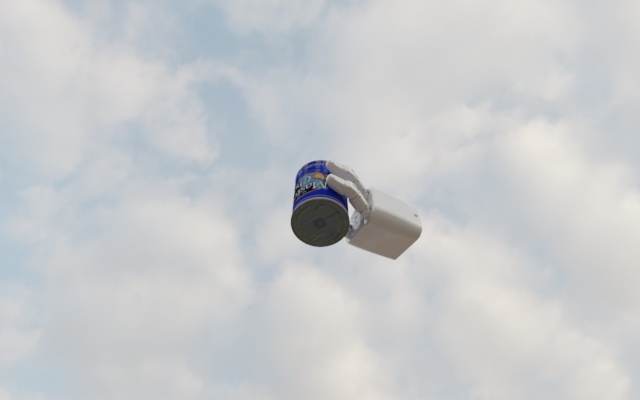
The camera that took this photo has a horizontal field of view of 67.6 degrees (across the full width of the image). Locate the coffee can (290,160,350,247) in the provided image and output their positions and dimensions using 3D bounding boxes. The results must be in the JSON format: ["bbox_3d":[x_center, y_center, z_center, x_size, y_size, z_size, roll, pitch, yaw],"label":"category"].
[{"bbox_3d":[0.000,0.003,0.878,0.103,0.103,0.140,0,33,1],"label":"coffee can"}]
